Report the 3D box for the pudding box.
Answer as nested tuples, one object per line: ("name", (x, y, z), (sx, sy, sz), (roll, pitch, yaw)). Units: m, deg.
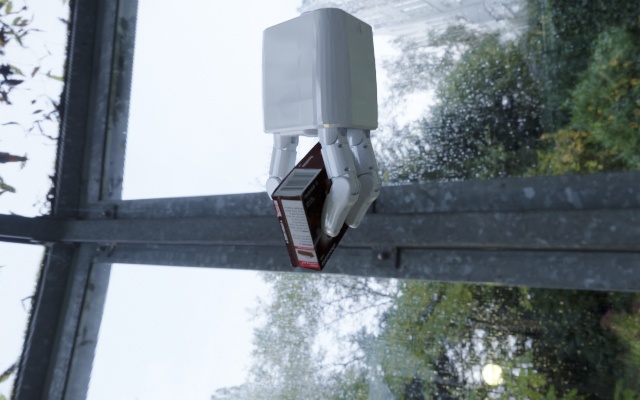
("pudding box", (0.000, 0.002, 0.488), (0.039, 0.090, 0.113), (5, 36, 29))
